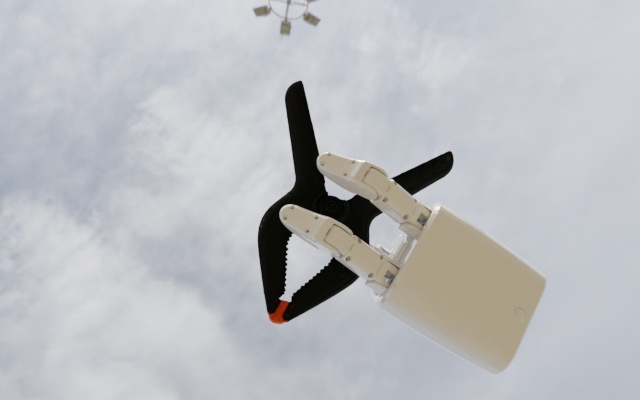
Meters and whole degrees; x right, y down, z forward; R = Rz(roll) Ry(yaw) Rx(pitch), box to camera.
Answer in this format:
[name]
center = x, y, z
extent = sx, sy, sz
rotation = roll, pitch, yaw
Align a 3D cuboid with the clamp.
[clamp]
center = 0.000, 0.002, 0.409
extent = 0.164, 0.210, 0.036
rotation = 32, -18, 5
